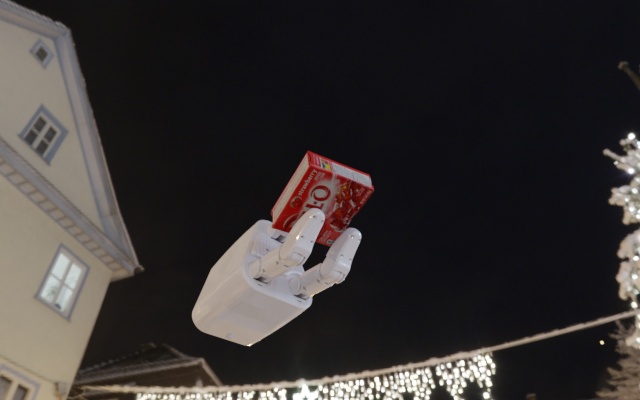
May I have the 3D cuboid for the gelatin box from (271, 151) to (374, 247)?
[{"bbox_3d":[0.000,0.001,0.489,0.073,0.089,0.030,20,34,-22],"label":"gelatin box"}]
